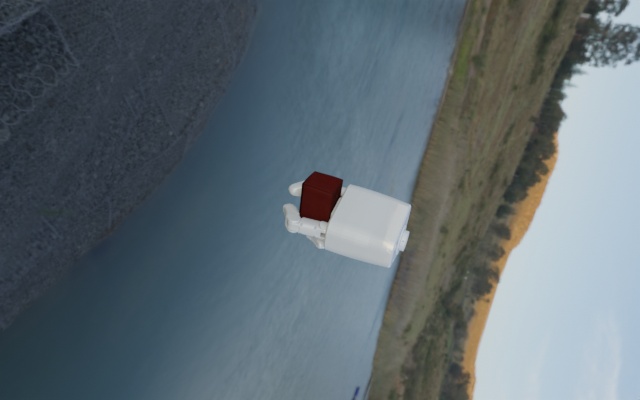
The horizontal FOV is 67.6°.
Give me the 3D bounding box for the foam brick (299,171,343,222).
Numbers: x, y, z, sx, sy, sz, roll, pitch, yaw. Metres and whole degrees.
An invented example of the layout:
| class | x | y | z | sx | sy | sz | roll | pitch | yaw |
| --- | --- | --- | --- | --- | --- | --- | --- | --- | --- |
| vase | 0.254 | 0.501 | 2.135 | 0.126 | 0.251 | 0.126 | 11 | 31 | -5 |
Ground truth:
| class | x | y | z | sx | sy | sz | roll | pitch | yaw |
| --- | --- | --- | --- | --- | --- | --- | --- | --- | --- |
| foam brick | 0.000 | 0.002 | 0.753 | 0.051 | 0.078 | 0.053 | 17 | 33 | 15 |
